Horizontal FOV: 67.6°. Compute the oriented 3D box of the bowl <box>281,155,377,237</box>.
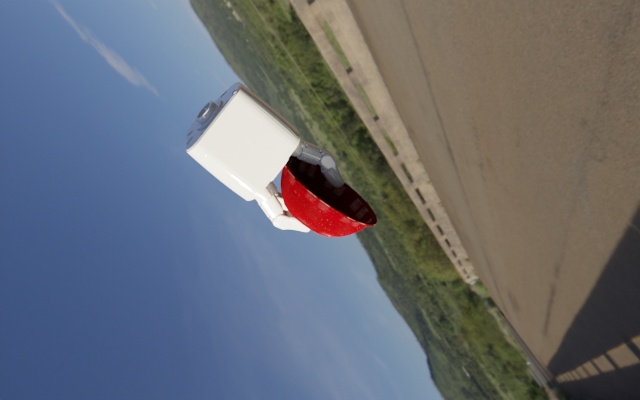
[{"bbox_3d":[0.001,0.003,0.677,0.162,0.055,0.162,32,17,-11],"label":"bowl"}]
